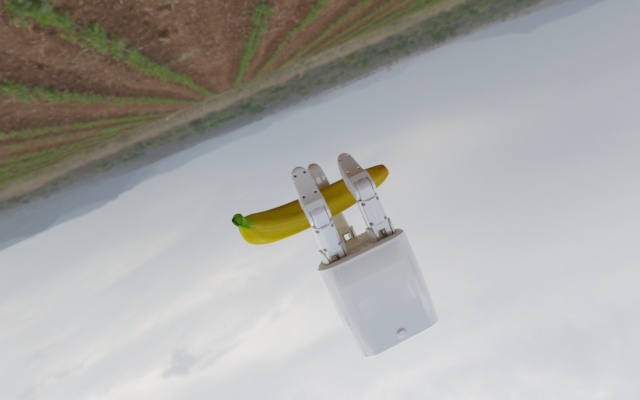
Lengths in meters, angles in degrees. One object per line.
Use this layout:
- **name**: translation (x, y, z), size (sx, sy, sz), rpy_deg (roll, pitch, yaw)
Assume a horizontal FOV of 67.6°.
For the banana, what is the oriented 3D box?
- **banana**: translation (-0.010, 0.009, 0.524), size (0.198, 0.037, 0.070), rpy_deg (-22, -8, -31)
